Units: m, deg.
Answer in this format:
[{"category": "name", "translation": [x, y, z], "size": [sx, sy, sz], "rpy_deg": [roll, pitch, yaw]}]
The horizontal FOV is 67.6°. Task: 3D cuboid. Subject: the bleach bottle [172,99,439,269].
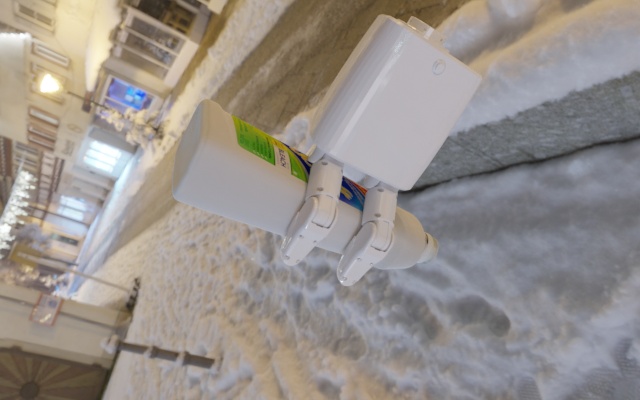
[{"category": "bleach bottle", "translation": [0.000, 0.001, 0.427], "size": [0.251, 0.068, 0.102], "rpy_deg": [23, 23, -25]}]
